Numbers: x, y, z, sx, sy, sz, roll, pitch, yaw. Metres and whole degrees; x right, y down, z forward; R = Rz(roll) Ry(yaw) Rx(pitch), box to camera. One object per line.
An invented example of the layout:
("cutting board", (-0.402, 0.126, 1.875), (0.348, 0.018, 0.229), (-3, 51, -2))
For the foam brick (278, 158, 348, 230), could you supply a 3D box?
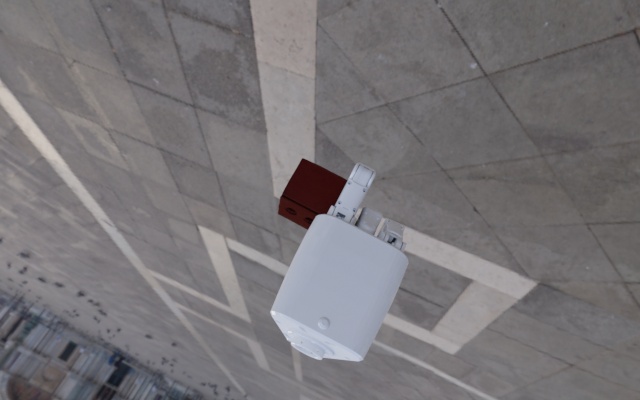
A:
("foam brick", (0.000, 0.001, 0.506), (0.078, 0.051, 0.053), (27, -23, 3))
